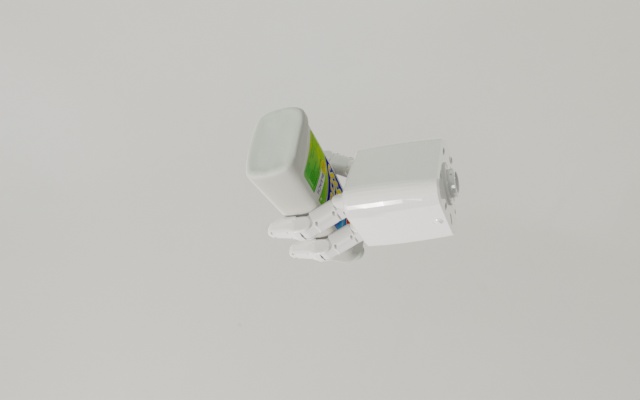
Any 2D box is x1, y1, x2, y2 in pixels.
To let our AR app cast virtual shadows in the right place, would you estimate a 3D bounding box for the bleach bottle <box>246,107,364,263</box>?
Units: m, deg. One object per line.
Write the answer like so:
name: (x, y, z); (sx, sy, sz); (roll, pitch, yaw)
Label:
bleach bottle: (0.000, 0.002, 0.613); (0.068, 0.102, 0.251); (-8, -36, 25)
